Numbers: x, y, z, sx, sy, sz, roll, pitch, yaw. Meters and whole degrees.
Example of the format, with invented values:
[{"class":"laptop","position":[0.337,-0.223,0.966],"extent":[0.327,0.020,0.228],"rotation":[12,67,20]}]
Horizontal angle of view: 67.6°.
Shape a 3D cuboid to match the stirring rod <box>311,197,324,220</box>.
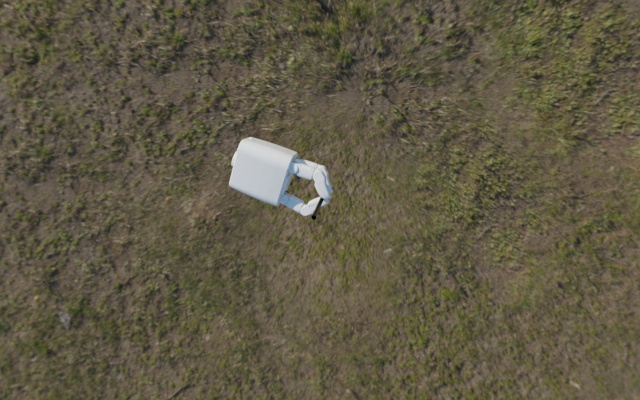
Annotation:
[{"class":"stirring rod","position":[0.000,0.003,0.894],"extent":[0.011,0.011,0.239],"rotation":[0,12,5]}]
